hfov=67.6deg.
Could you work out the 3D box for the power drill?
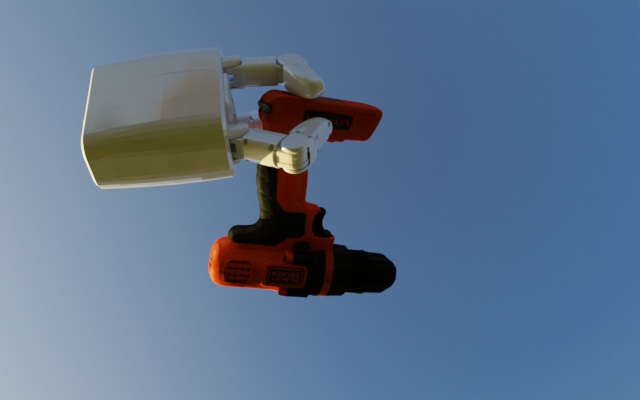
[{"bbox_3d":[0.000,0.001,0.439,0.184,0.188,0.057,6,15,-18],"label":"power drill"}]
